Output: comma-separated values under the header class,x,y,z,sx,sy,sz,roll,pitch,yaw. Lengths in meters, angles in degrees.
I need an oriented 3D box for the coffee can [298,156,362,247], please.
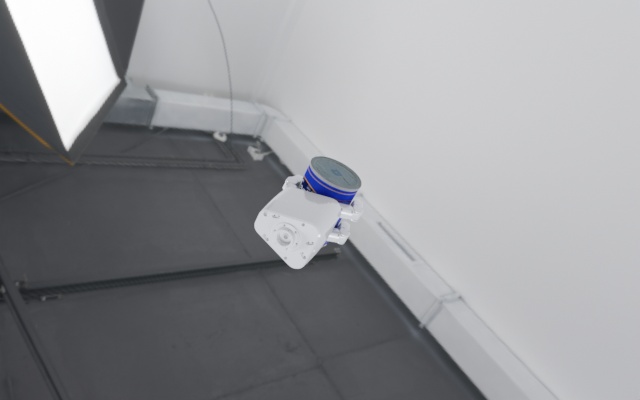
class,x,y,z,sx,sy,sz,roll,pitch,yaw
coffee can,0.000,0.003,0.895,0.103,0.140,0.102,22,28,-12
